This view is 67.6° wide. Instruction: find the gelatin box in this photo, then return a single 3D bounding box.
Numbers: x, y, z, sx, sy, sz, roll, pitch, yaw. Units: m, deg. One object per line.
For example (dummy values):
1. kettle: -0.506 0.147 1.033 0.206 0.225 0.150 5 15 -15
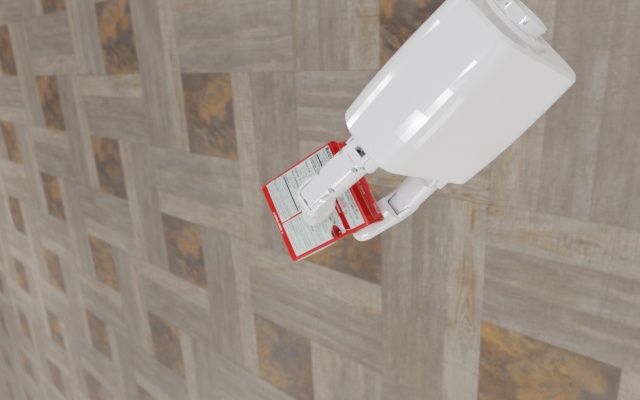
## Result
1. gelatin box: 0.000 0.002 0.403 0.089 0.073 0.030 -30 -9 34
